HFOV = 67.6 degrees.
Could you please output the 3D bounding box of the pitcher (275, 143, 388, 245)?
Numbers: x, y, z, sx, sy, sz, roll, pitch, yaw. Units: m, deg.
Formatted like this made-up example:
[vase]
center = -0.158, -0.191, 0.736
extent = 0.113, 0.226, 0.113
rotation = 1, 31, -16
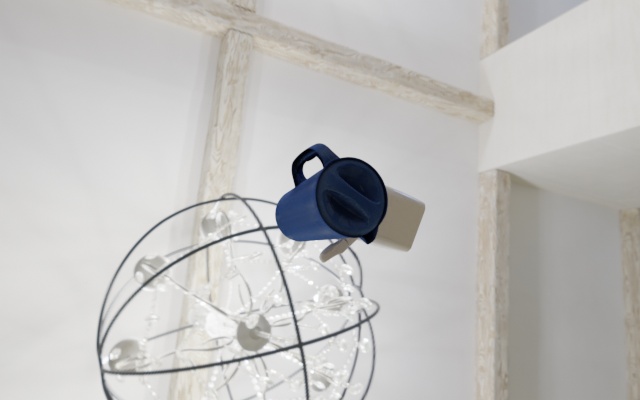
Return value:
[pitcher]
center = 0.000, 0.003, 0.870
extent = 0.145, 0.149, 0.243
rotation = 17, -16, -22
